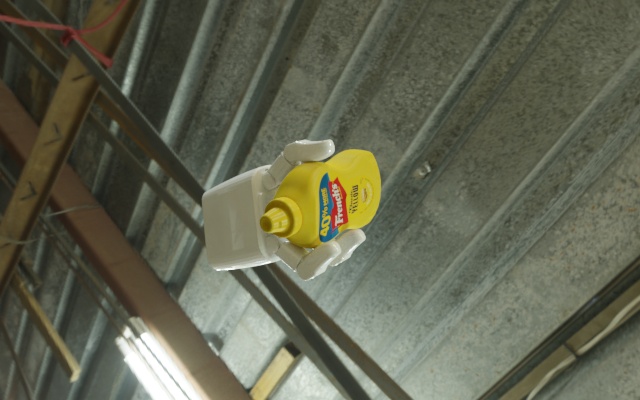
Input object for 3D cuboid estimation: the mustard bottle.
[{"bbox_3d":[0.001,0.002,0.541,0.058,0.096,0.191,12,20,33],"label":"mustard bottle"}]
